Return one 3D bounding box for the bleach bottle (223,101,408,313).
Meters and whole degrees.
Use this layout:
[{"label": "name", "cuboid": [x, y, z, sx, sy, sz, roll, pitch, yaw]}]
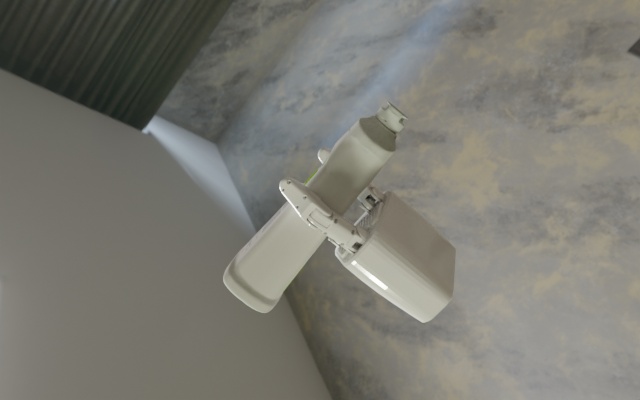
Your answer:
[{"label": "bleach bottle", "cuboid": [0.000, 0.002, 0.513, 0.068, 0.251, 0.102, 39, 16, -6]}]
